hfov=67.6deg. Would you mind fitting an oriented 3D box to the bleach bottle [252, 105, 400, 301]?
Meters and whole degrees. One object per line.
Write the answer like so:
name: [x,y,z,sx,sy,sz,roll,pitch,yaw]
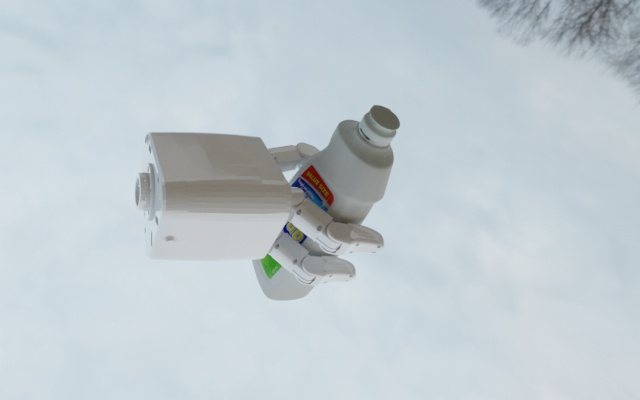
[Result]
bleach bottle: [0.000,0.002,0.477,0.068,0.102,0.251,1,-37,-30]
